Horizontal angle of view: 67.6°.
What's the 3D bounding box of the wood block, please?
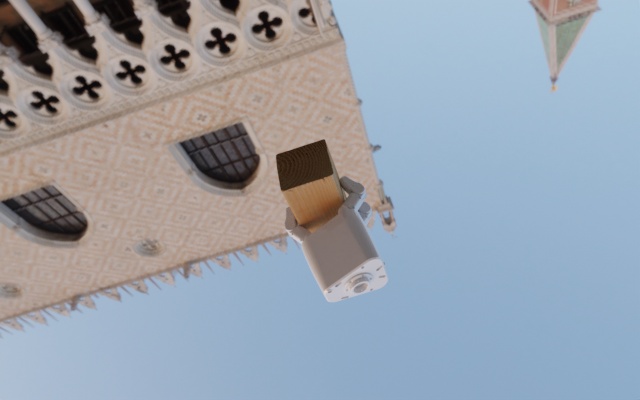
[{"bbox_3d":[0.000,0.003,0.851,0.091,0.090,0.206,-17,-41,6],"label":"wood block"}]
